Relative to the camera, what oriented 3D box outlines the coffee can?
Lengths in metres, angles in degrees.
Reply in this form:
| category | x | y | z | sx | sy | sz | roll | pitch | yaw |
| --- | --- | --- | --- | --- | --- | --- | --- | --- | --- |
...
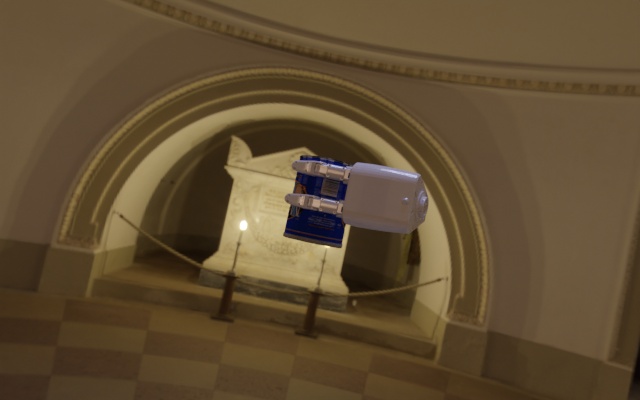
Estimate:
| category | x | y | z | sx | sy | sz | roll | pitch | yaw |
| --- | --- | --- | --- | --- | --- | --- | --- | --- | --- |
| coffee can | 0.000 | 0.003 | 0.816 | 0.103 | 0.140 | 0.103 | 12 | -3 | 1 |
